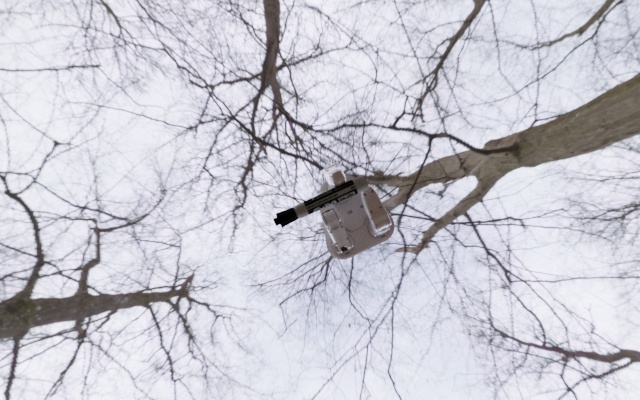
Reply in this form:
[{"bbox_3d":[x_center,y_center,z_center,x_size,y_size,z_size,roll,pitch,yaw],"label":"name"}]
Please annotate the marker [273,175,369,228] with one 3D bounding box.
[{"bbox_3d":[0.000,0.002,0.574,0.121,0.020,0.020,-24,0,0],"label":"marker"}]
